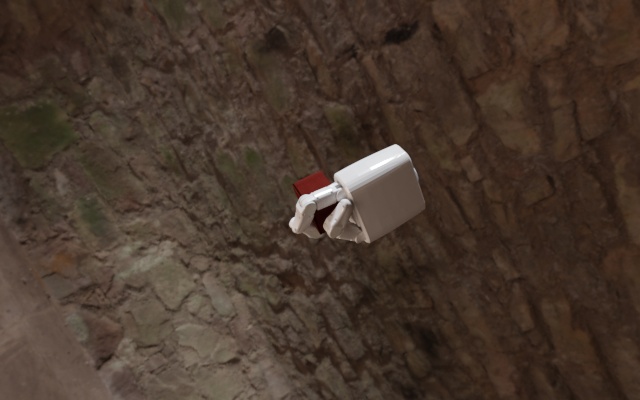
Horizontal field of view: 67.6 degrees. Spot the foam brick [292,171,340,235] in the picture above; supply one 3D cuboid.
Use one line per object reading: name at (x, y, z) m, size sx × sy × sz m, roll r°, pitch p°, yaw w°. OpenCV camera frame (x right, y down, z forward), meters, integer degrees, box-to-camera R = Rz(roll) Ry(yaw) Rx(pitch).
foam brick at (0.000, 0.002, 0.731) m, size 0.051 × 0.053 × 0.078 m, roll -29°, pitch 45°, yaw -7°
